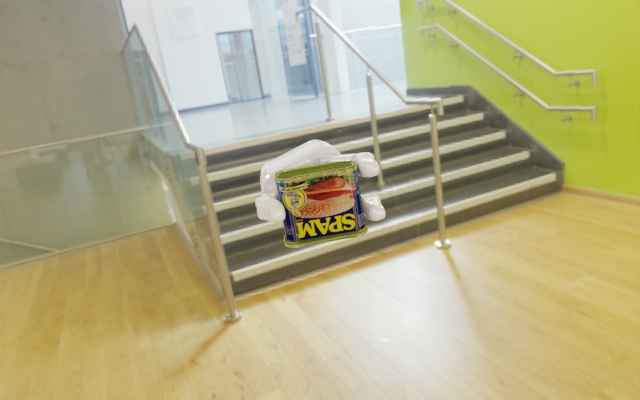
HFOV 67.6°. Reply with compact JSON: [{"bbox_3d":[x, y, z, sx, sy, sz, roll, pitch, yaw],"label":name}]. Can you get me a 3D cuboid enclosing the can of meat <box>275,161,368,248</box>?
[{"bbox_3d":[0.000,0.002,0.569,0.102,0.084,0.057,-10,16,-3],"label":"can of meat"}]
